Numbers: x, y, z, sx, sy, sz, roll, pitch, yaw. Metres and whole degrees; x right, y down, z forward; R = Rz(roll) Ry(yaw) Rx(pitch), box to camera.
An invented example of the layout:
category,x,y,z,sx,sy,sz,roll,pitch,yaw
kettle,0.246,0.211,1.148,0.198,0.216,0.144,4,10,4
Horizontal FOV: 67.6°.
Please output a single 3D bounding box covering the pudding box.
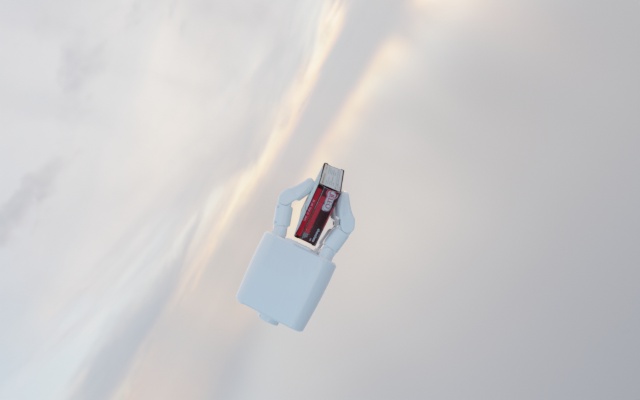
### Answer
category,x,y,z,sx,sy,sz,roll,pitch,yaw
pudding box,0.000,0.002,0.701,0.039,0.090,0.113,24,20,-6
